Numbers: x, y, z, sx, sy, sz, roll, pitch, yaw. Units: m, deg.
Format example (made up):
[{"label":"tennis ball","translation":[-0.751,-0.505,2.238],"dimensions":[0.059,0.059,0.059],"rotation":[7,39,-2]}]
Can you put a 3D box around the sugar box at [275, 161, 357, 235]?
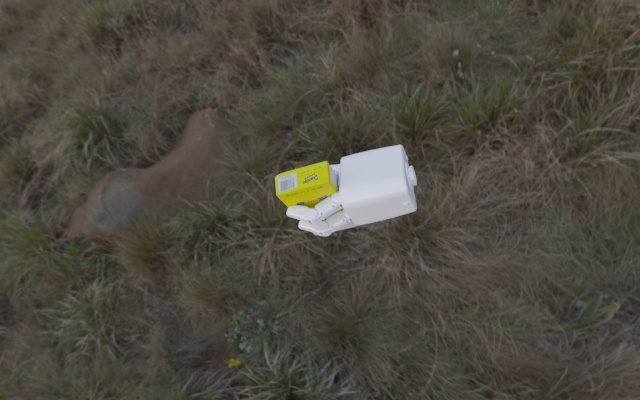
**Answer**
[{"label":"sugar box","translation":[0.000,0.003,0.823],"dimensions":[0.093,0.048,0.176],"rotation":[-14,-32,16]}]
